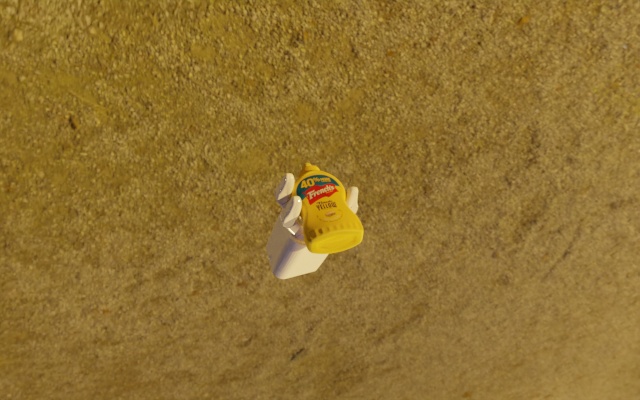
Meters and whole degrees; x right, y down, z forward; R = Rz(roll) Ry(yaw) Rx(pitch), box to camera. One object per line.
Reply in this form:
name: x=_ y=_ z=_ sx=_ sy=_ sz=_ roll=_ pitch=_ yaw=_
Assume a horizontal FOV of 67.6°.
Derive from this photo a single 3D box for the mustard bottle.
mustard bottle: x=0.000 y=0.003 z=0.834 sx=0.096 sy=0.058 sz=0.191 roll=-11 pitch=47 yaw=-12
